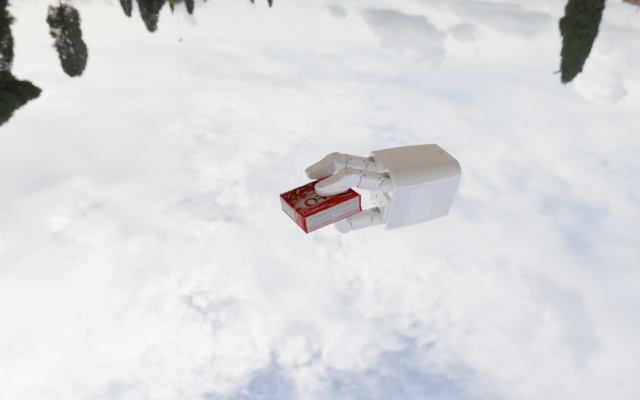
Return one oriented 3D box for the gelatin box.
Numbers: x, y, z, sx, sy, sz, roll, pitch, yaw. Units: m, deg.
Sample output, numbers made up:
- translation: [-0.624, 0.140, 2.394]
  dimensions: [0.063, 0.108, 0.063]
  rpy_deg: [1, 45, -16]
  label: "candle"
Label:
- translation: [0.000, 0.003, 0.643]
  dimensions: [0.089, 0.030, 0.073]
  rpy_deg: [-22, 35, -21]
  label: "gelatin box"
